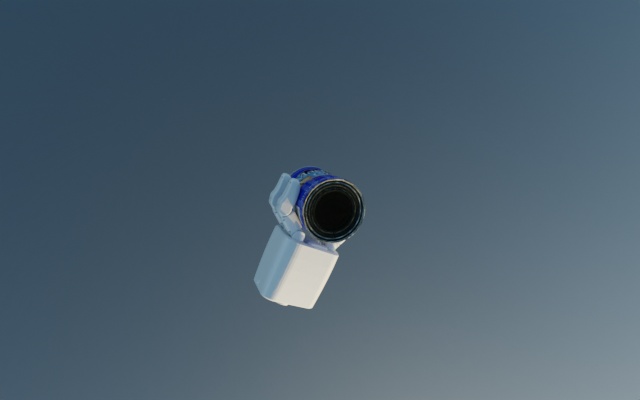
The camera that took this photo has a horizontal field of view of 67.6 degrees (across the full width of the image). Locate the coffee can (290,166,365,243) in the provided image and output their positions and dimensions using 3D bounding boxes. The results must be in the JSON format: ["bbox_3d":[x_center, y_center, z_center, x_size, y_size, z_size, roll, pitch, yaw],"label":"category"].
[{"bbox_3d":[0.000,0.002,0.795,0.103,0.103,0.140,0,12,-18],"label":"coffee can"}]
